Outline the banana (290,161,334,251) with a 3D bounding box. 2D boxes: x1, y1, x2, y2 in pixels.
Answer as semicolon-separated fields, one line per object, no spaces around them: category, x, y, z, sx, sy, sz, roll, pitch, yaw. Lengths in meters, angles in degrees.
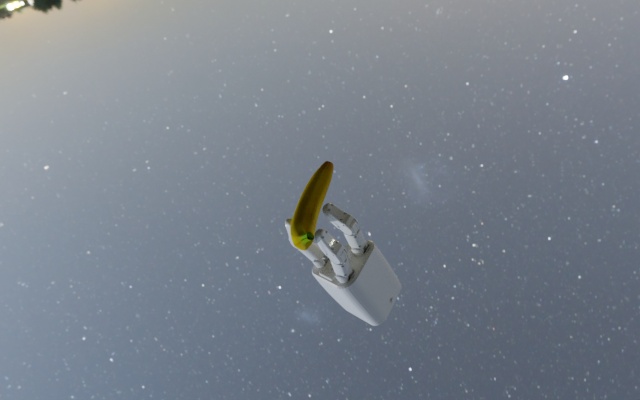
banana;-0.013;0.014;0.739;0.037;0.197;0.070;39;-56;-20
